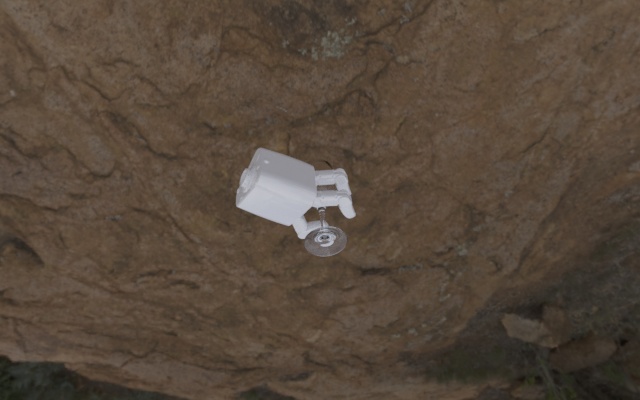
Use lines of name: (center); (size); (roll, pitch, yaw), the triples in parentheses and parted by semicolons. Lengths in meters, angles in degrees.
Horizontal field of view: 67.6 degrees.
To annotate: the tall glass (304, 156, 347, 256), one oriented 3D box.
tall glass: (0.000, 0.003, 0.884); (0.079, 0.079, 0.200); (0, 43, -6)
